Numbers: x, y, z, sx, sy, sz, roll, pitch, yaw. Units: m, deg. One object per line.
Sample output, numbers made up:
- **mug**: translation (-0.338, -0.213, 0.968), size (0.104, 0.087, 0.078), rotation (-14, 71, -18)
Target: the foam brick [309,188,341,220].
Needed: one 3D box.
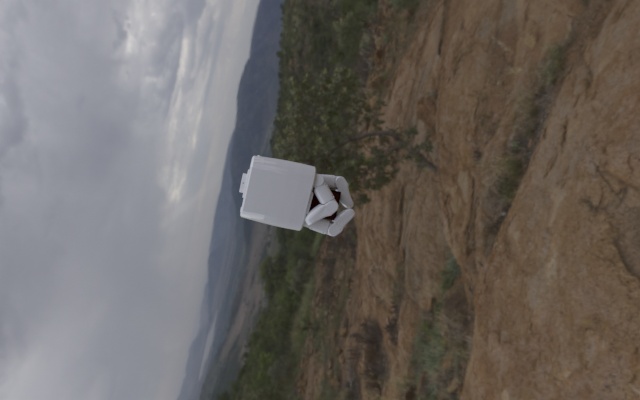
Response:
- **foam brick**: translation (0.000, 0.003, 0.852), size (0.051, 0.053, 0.078), rotation (12, 0, -10)
